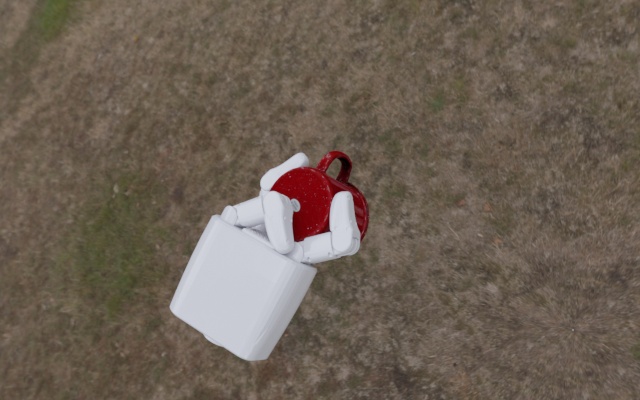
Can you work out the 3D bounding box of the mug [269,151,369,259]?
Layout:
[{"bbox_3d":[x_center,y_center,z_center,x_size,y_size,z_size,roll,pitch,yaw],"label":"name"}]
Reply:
[{"bbox_3d":[0.001,0.000,0.513,0.093,0.117,0.081,27,0,31],"label":"mug"}]
